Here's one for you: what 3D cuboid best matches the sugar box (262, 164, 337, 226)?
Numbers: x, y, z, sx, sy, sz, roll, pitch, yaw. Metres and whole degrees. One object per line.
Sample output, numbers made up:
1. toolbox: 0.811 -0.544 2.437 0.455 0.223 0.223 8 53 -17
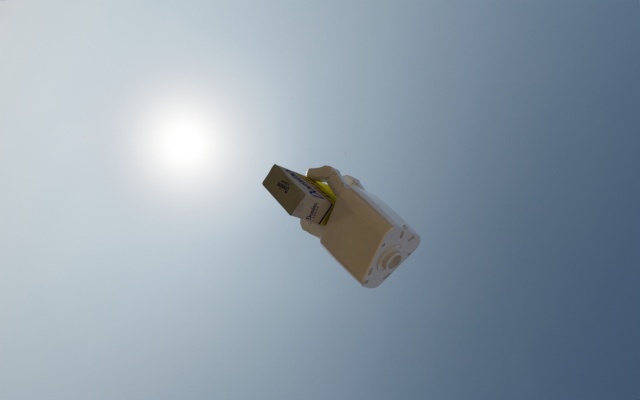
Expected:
1. sugar box: 0.001 0.002 0.763 0.176 0.048 0.093 23 17 -48
